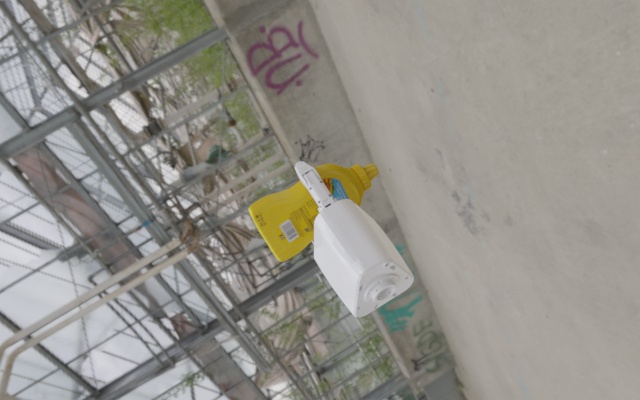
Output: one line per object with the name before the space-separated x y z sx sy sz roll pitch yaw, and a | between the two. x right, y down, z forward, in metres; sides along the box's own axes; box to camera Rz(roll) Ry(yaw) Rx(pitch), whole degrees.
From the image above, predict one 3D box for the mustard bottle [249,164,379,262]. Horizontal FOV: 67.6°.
mustard bottle | 0.000 0.002 0.690 0.191 0.096 0.058 -31 28 -5
